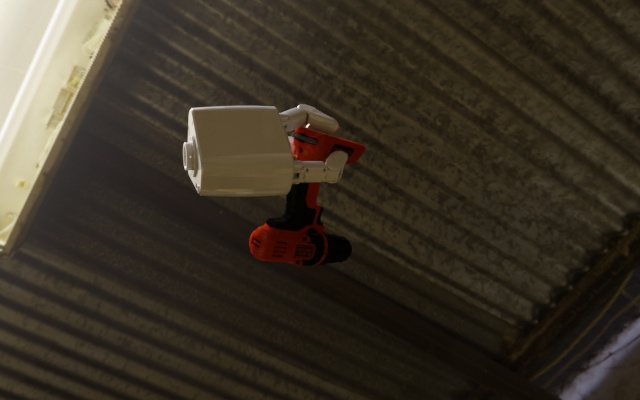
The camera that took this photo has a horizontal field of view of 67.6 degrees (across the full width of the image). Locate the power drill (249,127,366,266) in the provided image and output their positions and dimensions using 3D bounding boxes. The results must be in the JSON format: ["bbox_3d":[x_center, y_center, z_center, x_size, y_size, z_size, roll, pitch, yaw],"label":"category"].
[{"bbox_3d":[0.000,0.002,0.669,0.057,0.187,0.184,22,8,42],"label":"power drill"}]
